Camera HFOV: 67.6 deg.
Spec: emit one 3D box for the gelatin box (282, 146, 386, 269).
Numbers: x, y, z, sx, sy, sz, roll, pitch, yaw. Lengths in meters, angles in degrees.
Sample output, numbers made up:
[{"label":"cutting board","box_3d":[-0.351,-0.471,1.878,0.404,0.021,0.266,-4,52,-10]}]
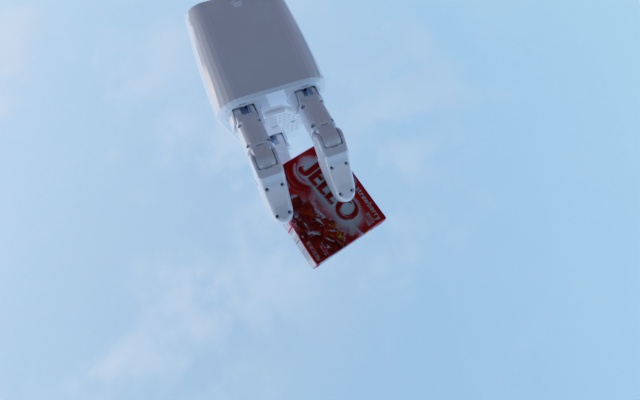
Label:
[{"label":"gelatin box","box_3d":[0.000,0.002,0.409,0.073,0.089,0.030,-32,-8,-16]}]
